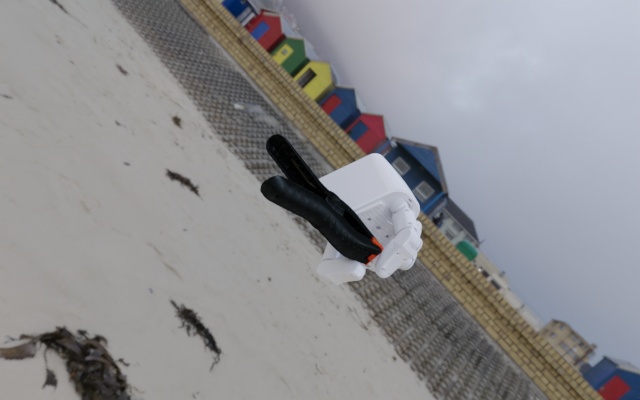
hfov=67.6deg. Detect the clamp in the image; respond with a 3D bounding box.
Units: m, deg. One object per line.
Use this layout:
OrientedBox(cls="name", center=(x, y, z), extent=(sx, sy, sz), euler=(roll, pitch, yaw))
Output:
OrientedBox(cls="clamp", center=(0.001, 0.001, 0.502), extent=(0.039, 0.120, 0.171), euler=(-34, -56, 21))
